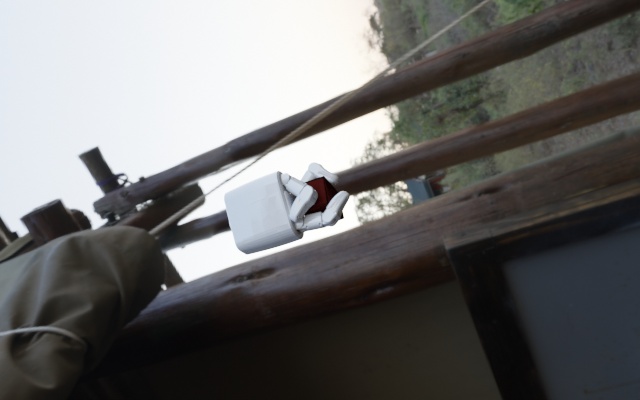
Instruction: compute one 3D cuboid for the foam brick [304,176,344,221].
[{"bbox_3d":[0.000,0.003,0.803,0.051,0.053,0.078,-19,-28,15],"label":"foam brick"}]
